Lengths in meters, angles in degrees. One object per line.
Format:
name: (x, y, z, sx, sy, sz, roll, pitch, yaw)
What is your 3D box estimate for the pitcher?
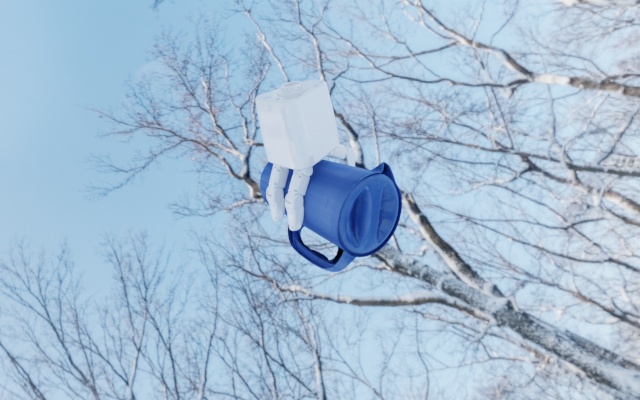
pitcher: (0.000, 0.002, 0.793, 0.149, 0.145, 0.242, -28, 31, -31)
